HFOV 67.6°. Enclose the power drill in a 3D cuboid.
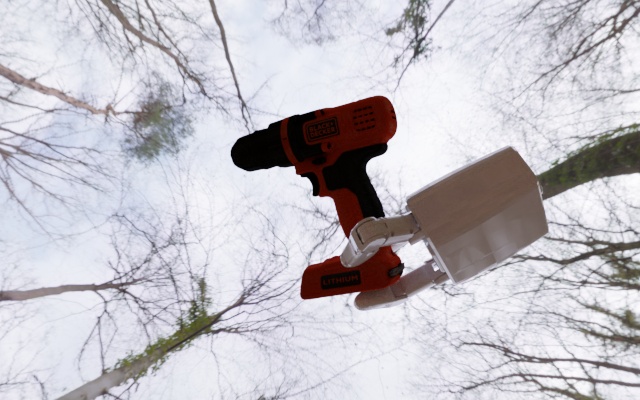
[{"bbox_3d":[0.000,0.002,0.485,0.184,0.187,0.057,-12,-1,25],"label":"power drill"}]
